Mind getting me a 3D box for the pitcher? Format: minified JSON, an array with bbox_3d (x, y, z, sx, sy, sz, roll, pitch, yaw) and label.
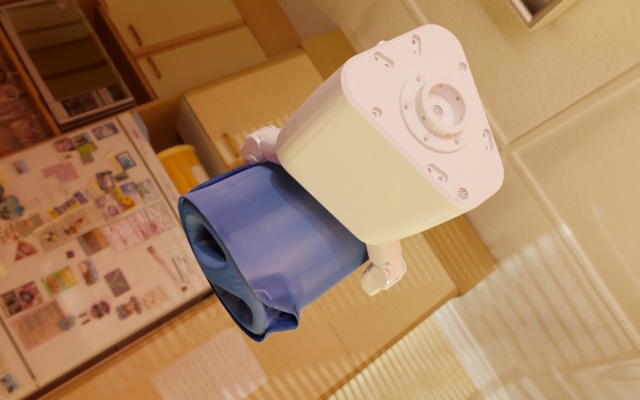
[{"bbox_3d":[0.000,0.001,0.441,0.243,0.149,0.145,-29,-2,-26],"label":"pitcher"}]
